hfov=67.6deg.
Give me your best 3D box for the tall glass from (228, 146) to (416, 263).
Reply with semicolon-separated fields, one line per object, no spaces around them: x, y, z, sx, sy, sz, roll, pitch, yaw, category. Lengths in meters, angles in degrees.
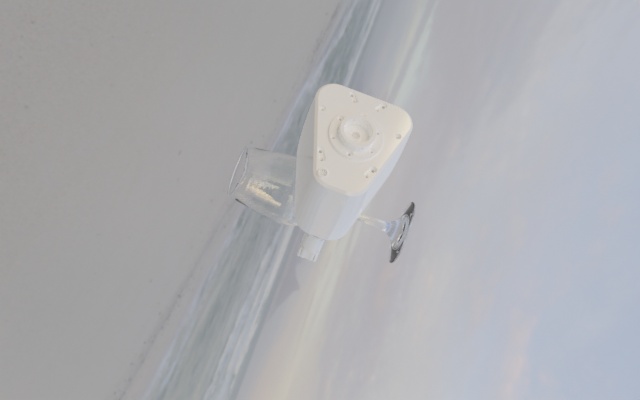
0.001;0.002;0.542;0.201;0.079;0.079;20;0;-1;tall glass
